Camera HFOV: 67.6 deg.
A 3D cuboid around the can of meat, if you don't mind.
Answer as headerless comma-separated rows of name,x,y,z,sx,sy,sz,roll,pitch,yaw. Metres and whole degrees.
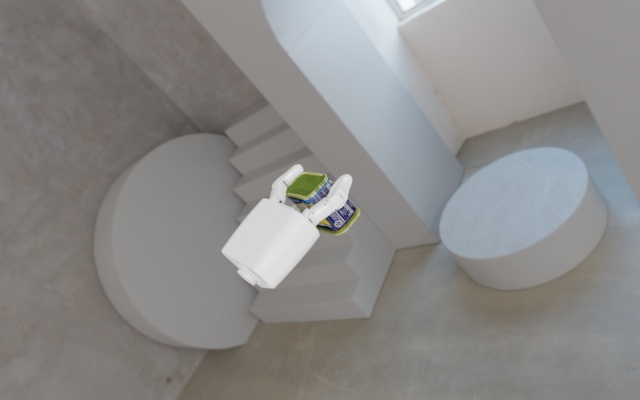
can of meat,0.000,0.002,0.754,0.084,0.057,0.102,47,-16,-24
